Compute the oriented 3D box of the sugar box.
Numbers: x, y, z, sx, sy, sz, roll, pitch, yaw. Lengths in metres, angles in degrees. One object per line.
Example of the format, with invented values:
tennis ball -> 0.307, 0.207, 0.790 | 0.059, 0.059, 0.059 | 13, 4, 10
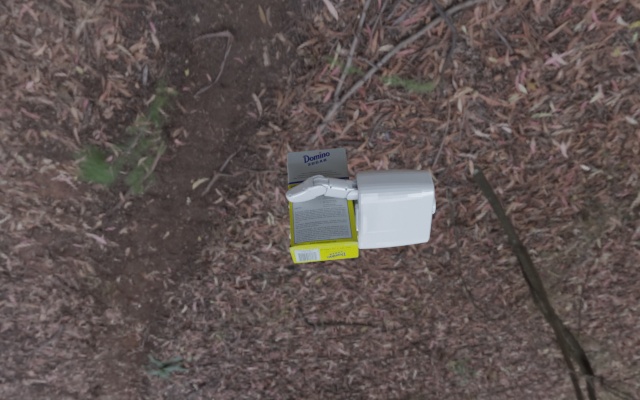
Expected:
sugar box -> 0.000, 0.003, 0.698 | 0.093, 0.176, 0.048 | -5, -40, 1
